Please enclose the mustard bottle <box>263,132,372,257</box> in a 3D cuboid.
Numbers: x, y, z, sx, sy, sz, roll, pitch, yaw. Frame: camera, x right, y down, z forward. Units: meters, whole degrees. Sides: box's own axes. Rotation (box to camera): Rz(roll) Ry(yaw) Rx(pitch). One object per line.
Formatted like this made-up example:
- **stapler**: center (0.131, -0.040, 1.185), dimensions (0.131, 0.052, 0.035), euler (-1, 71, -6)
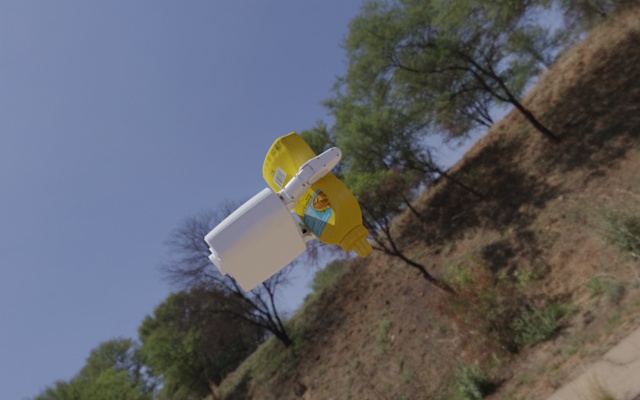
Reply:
- **mustard bottle**: center (0.000, 0.002, 0.653), dimensions (0.058, 0.191, 0.096), euler (-28, -23, -37)
